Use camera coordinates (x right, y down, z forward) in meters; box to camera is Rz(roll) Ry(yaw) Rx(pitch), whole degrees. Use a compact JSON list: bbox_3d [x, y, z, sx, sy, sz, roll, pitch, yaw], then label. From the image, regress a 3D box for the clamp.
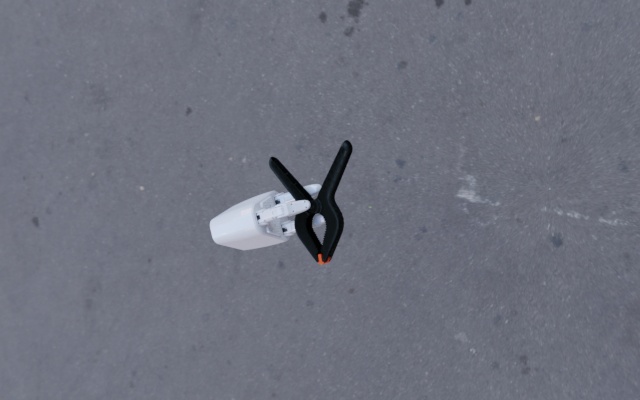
[{"bbox_3d":[0.000,0.003,0.824,0.164,0.210,0.036,-17,-6,29],"label":"clamp"}]
